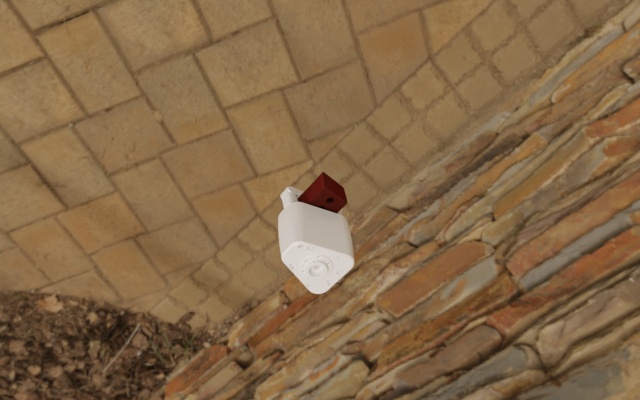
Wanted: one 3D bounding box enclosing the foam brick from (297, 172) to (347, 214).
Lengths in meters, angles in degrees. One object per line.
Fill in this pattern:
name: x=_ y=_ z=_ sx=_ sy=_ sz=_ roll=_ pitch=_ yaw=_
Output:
foam brick: x=0.000 y=0.002 z=0.816 sx=0.053 sy=0.078 sz=0.051 roll=34 pitch=23 yaw=-24
